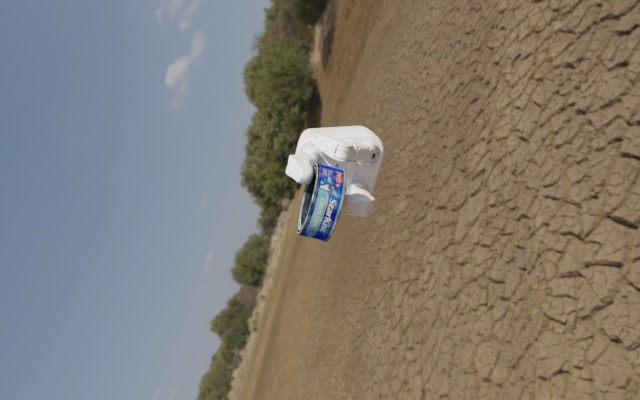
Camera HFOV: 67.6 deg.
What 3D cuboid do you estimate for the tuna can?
[{"bbox_3d":[0.000,0.002,0.542,0.034,0.086,0.086,15,-3,-10],"label":"tuna can"}]
